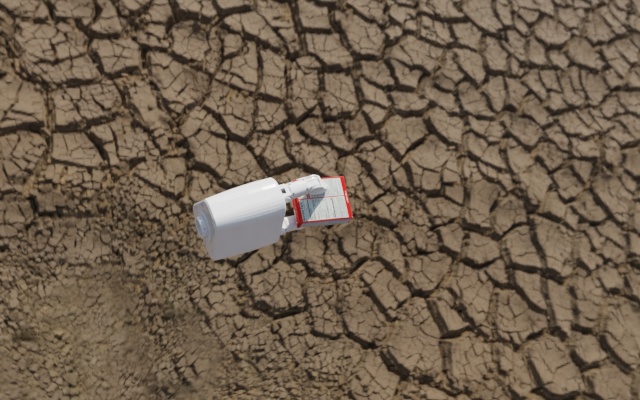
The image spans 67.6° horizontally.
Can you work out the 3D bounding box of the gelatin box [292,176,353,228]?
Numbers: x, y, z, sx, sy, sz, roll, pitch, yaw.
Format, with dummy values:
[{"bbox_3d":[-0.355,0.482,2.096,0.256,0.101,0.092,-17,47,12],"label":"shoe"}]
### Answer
[{"bbox_3d":[0.001,0.002,0.759,0.089,0.073,0.030,-5,-21,-18],"label":"gelatin box"}]
